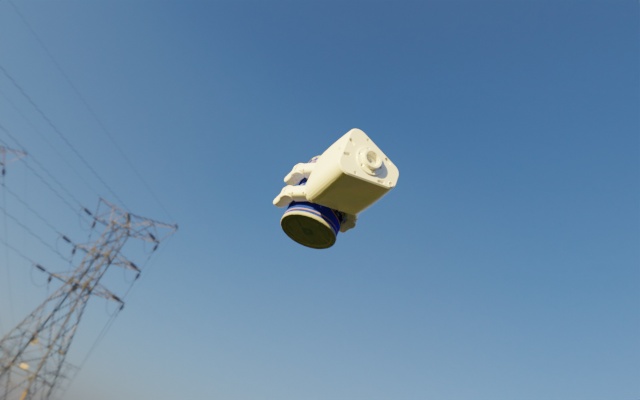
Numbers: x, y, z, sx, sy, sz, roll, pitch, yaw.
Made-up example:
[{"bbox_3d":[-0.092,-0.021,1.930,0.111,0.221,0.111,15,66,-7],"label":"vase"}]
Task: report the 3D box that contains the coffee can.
[{"bbox_3d":[0.000,0.003,0.871,0.103,0.140,0.103,15,-35,11],"label":"coffee can"}]
